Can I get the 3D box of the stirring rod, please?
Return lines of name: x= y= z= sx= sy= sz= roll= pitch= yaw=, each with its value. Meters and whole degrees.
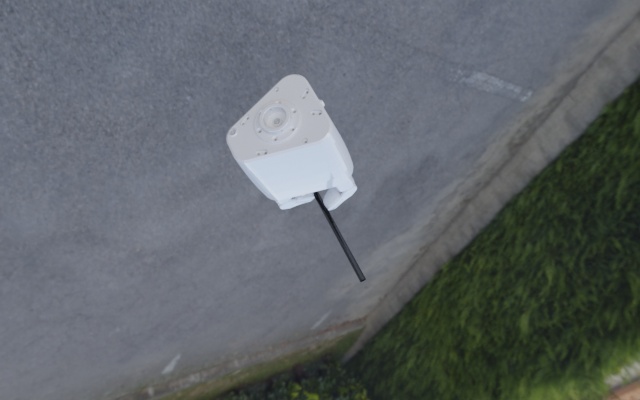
stirring rod: x=0.000 y=0.002 z=0.638 sx=0.011 sy=0.239 sz=0.011 roll=-23 pitch=-24 yaw=-11
